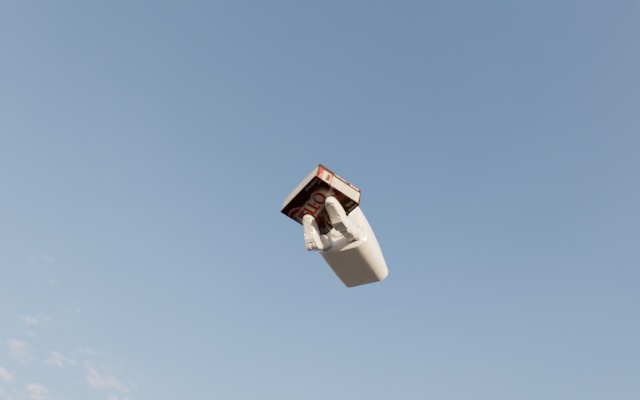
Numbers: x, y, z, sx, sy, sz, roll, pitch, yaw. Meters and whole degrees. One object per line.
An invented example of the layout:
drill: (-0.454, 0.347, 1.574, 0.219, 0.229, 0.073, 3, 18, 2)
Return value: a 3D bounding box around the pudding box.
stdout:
pudding box: (0.000, 0.003, 0.800, 0.090, 0.039, 0.113, 32, -51, -17)
